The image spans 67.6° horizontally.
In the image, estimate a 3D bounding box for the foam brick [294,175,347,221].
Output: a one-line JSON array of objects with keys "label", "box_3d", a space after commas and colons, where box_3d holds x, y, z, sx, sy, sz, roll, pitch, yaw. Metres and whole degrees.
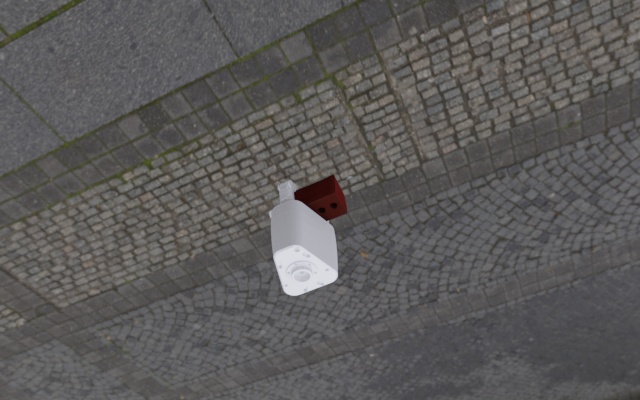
[{"label": "foam brick", "box_3d": [0.000, 0.002, 0.817, 0.078, 0.053, 0.051, -23, 36, 12]}]
